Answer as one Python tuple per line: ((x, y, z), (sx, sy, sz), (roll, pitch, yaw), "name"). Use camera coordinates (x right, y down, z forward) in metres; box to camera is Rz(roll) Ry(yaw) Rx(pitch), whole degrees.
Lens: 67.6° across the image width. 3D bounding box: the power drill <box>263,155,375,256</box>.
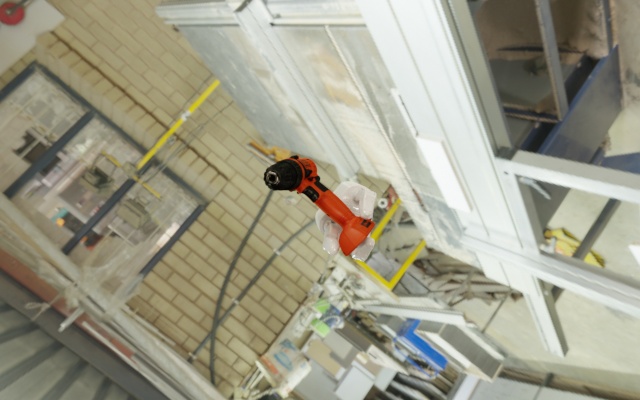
((0.000, 0.003, 0.784), (0.057, 0.187, 0.184), (-45, -5, 18), "power drill")
